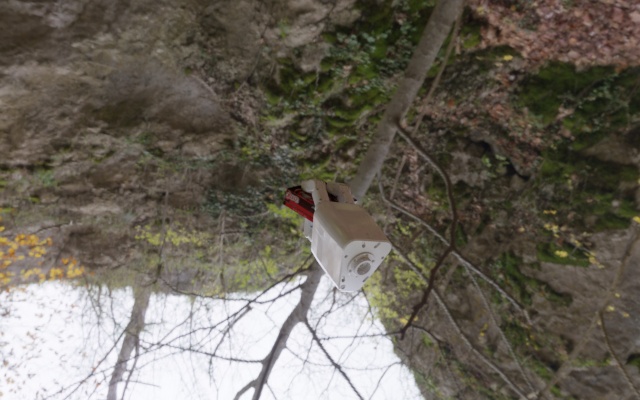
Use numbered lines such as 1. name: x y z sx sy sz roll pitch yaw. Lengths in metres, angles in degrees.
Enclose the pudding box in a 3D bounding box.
1. pudding box: 0.000 0.003 0.881 0.090 0.039 0.113 32 24 26
